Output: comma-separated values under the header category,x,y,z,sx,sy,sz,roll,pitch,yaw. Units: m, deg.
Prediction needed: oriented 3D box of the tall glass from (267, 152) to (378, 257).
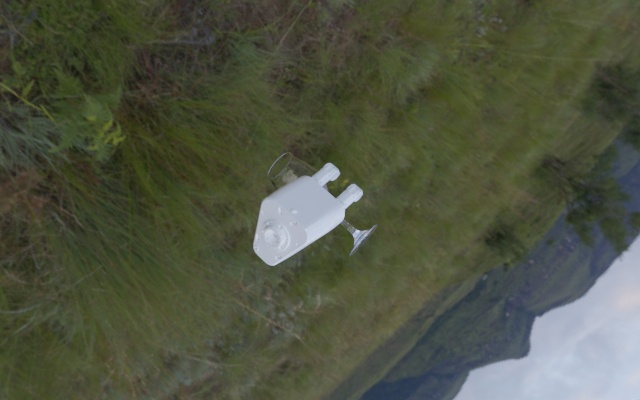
category,x,y,z,sx,sy,sz,roll,pitch,yaw
tall glass,0.001,0.003,0.824,0.201,0.079,0.079,42,10,11
